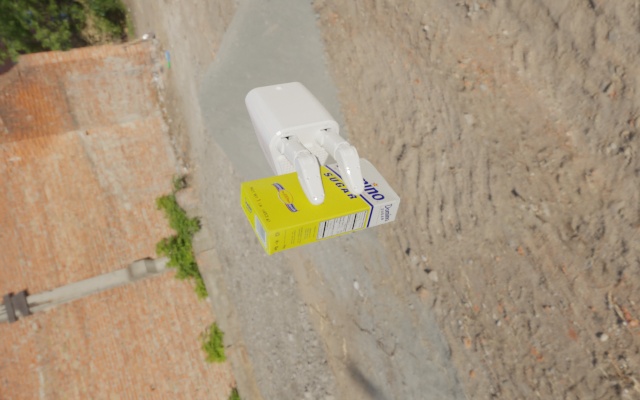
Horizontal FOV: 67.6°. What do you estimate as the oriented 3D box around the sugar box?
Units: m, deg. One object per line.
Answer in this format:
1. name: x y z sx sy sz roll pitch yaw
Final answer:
1. sugar box: 0.000 0.001 0.590 0.176 0.048 0.093 -16 48 -22
